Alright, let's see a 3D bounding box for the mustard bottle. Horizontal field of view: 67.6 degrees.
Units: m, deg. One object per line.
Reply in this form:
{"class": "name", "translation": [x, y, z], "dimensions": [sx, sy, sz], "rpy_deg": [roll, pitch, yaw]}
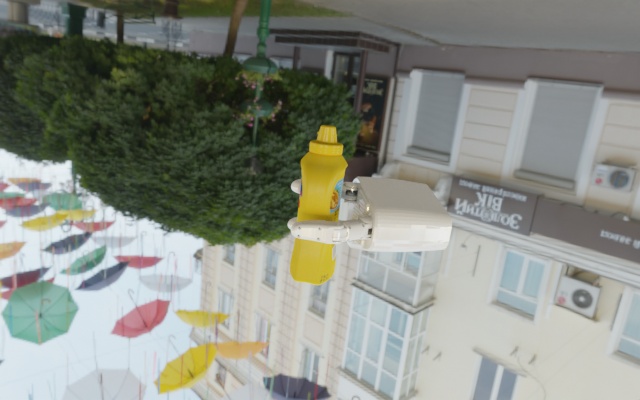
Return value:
{"class": "mustard bottle", "translation": [0.000, 0.002, 0.602], "dimensions": [0.058, 0.192, 0.096], "rpy_deg": [9, 14, 9]}
